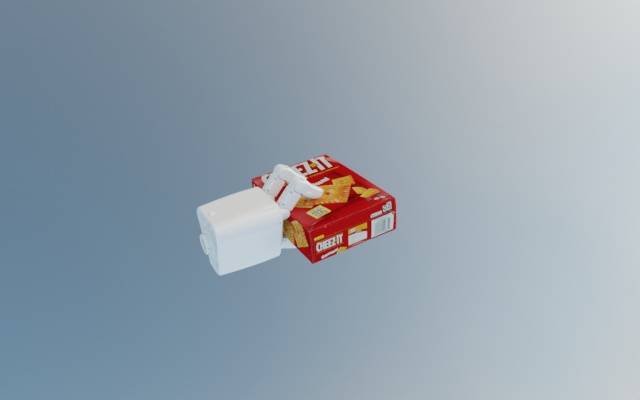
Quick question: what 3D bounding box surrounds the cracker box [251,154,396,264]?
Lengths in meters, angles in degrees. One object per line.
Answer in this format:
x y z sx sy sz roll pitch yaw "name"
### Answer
0.000 0.003 0.815 0.164 0.072 0.213 -20 34 -24 "cracker box"
